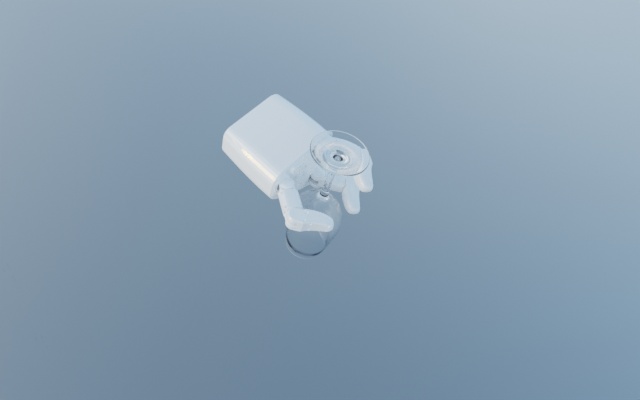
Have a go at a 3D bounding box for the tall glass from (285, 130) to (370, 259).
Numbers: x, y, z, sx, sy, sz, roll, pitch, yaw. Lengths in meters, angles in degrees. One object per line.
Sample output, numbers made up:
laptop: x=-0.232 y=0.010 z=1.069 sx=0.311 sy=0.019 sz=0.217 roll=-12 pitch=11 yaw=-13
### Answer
tall glass: x=0.000 y=0.002 z=0.646 sx=0.079 sy=0.079 sz=0.201 roll=0 pitch=-37 yaw=-17
